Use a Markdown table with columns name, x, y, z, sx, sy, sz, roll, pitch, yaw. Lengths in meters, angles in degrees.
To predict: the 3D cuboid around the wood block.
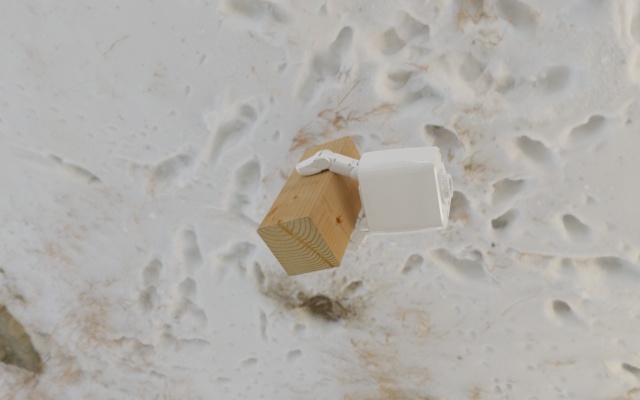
| name | x | y | z | sx | sy | sz | roll | pitch | yaw |
| --- | --- | --- | --- | --- | --- | --- | --- | --- | --- |
| wood block | 0.000 | 0.002 | 0.712 | 0.090 | 0.091 | 0.206 | -16 | 30 | 30 |
